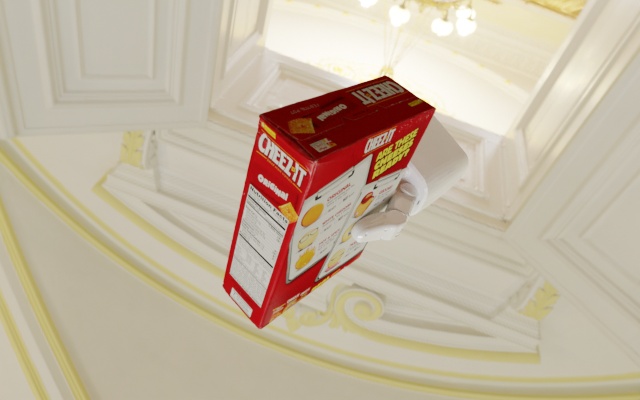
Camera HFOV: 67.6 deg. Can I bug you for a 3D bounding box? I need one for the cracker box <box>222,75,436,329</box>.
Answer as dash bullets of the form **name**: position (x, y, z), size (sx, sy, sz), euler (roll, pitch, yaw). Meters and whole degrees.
- **cracker box**: position (0.000, 0.002, 0.454), size (0.072, 0.214, 0.164), euler (40, 44, 22)
